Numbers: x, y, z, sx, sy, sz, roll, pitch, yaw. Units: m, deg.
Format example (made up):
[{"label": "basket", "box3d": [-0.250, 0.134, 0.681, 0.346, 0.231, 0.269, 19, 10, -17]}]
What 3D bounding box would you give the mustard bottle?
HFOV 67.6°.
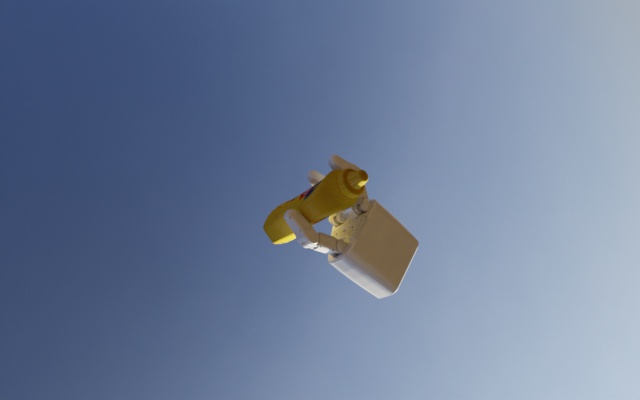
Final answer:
[{"label": "mustard bottle", "box3d": [0.000, 0.002, 0.702, 0.192, 0.058, 0.096, -31, 3, 45]}]
